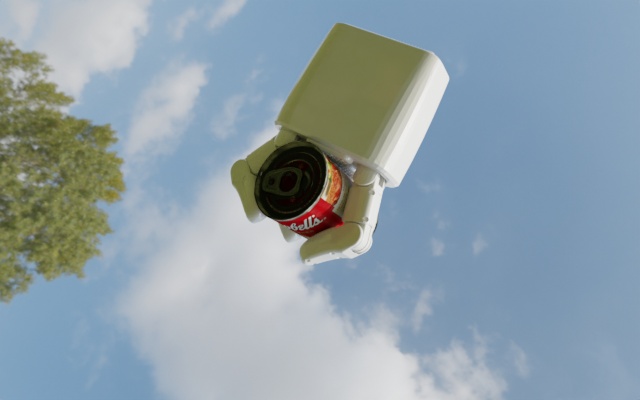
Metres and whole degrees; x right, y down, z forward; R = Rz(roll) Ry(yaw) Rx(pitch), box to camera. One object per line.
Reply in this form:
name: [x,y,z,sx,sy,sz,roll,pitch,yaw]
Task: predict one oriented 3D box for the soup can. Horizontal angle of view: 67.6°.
soup can: [0.000,0.002,0.412,0.068,0.068,0.102,0,-21,31]
